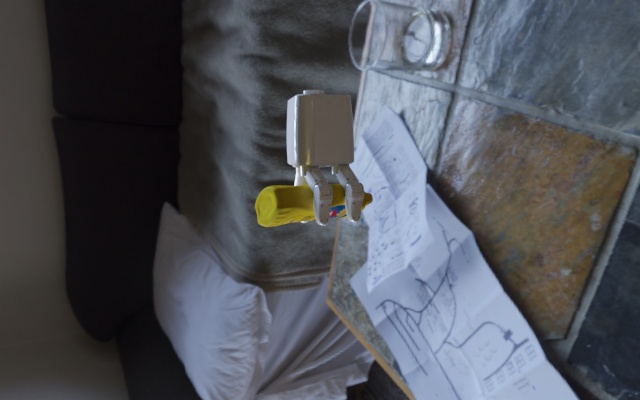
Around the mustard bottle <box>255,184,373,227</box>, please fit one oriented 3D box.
[{"bbox_3d":[0.000,0.003,0.759,0.191,0.058,0.096,-5,-16,-29],"label":"mustard bottle"}]
